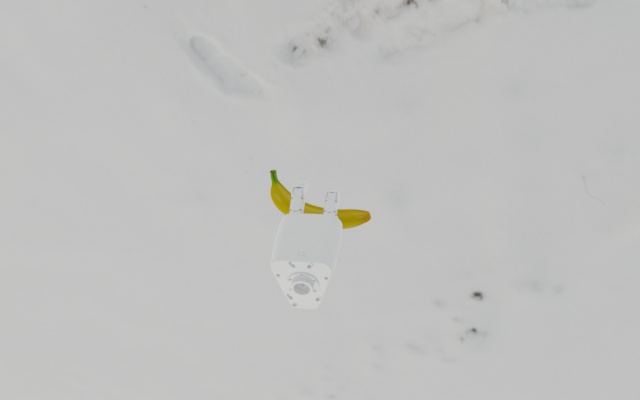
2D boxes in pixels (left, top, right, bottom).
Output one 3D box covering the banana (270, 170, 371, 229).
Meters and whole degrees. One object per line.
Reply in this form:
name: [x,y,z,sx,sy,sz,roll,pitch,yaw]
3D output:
banana: [-0.010,0.016,0.852,0.198,0.070,0.037,23,32,-7]
